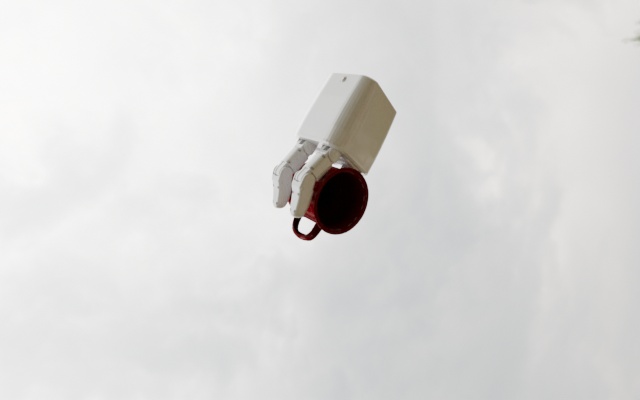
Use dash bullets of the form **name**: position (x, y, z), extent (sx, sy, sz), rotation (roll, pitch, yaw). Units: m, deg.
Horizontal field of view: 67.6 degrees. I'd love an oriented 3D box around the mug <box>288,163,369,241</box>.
- **mug**: position (-0.001, 0.003, 0.664), extent (0.093, 0.117, 0.081), rotation (34, -7, -39)
